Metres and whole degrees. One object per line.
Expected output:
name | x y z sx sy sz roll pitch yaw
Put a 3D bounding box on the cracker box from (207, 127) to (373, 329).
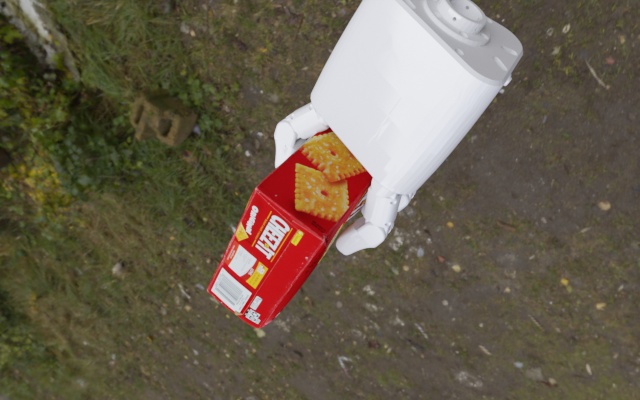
cracker box | 0.000 0.001 0.457 0.213 0.072 0.164 -47 -7 -44
